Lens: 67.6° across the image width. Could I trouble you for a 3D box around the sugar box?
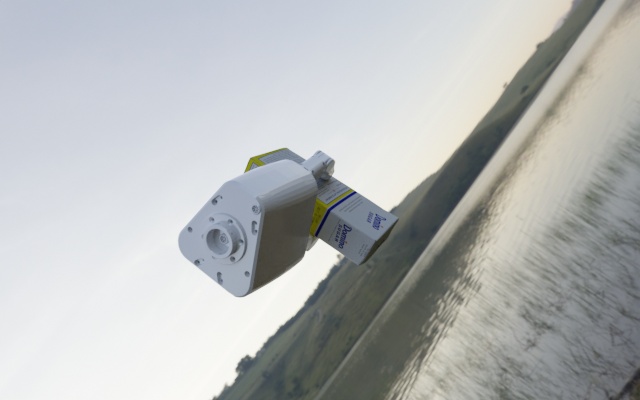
[{"bbox_3d":[0.000,0.002,0.578,0.176,0.048,0.093,36,27,13],"label":"sugar box"}]
